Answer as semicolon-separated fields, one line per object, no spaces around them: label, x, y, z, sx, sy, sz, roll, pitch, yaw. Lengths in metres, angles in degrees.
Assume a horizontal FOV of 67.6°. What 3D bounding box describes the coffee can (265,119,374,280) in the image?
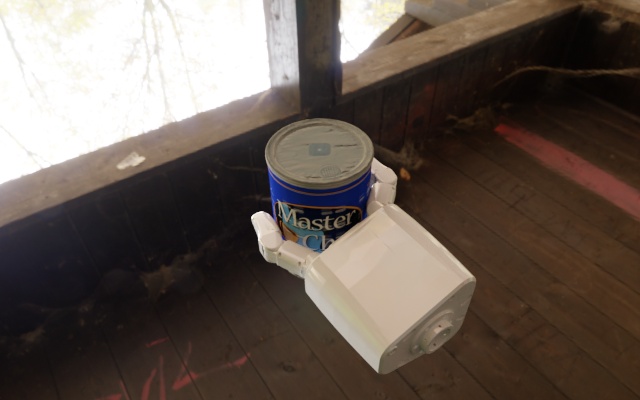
coffee can;0.000;0.001;0.498;0.103;0.140;0.102;-1;43;1
